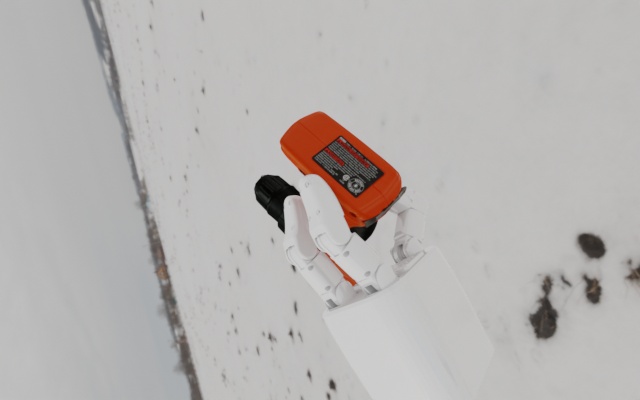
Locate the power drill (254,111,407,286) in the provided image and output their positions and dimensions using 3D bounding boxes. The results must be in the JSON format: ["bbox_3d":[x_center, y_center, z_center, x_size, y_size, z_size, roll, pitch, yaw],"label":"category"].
[{"bbox_3d":[0.000,0.002,0.466,0.184,0.057,0.188,40,-23,17],"label":"power drill"}]
